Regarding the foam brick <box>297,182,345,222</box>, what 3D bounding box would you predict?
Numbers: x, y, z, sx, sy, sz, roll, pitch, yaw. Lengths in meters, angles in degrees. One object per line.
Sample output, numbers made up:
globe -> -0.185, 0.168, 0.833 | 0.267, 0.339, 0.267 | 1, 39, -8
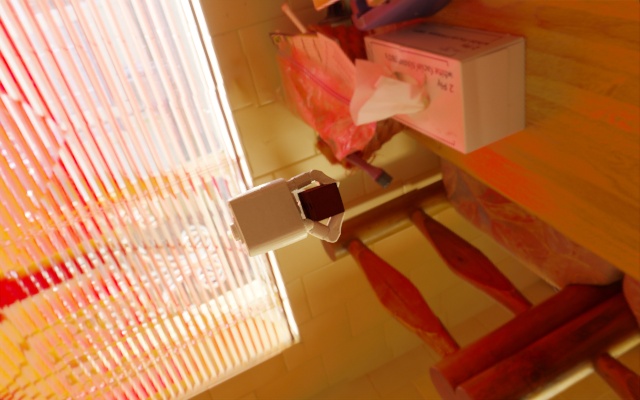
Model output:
foam brick -> 0.000, 0.003, 0.811 | 0.051, 0.053, 0.078 | -20, 4, -16
